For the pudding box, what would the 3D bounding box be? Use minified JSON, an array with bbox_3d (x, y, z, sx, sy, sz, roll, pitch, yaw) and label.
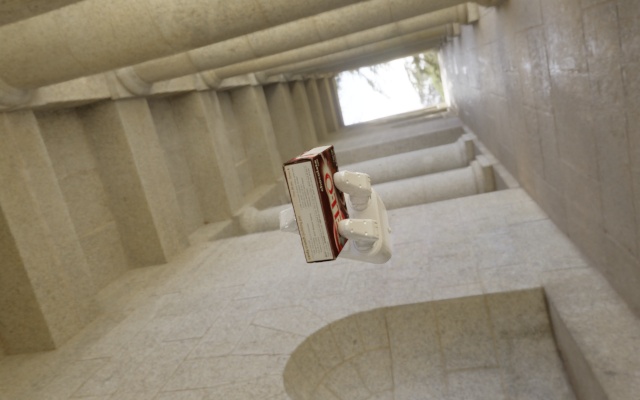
[{"bbox_3d":[0.000,0.002,0.528,0.039,0.113,0.090,-12,11,17],"label":"pudding box"}]
